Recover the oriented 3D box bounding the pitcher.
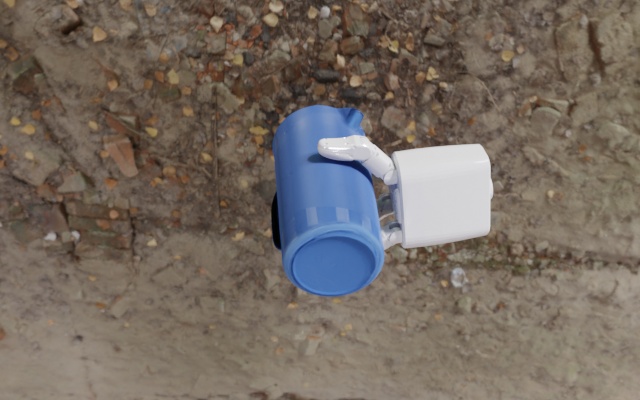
[{"bbox_3d":[0.000,0.002,0.592,0.145,0.149,0.242,-6,38,0],"label":"pitcher"}]
